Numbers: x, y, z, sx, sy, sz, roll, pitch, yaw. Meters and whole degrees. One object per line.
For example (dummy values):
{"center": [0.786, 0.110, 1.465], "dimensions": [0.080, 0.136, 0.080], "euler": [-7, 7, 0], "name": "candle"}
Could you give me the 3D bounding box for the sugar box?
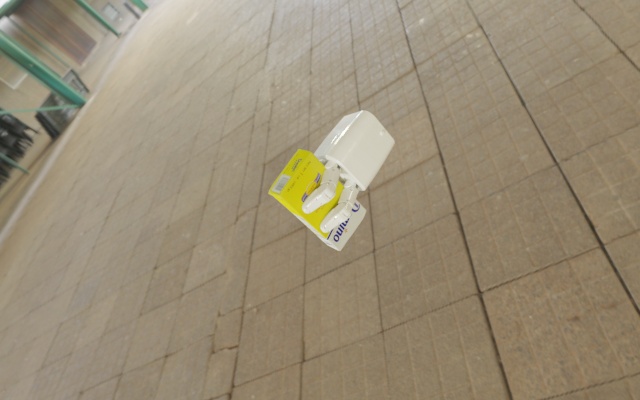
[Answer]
{"center": [0.000, 0.003, 0.824], "dimensions": [0.176, 0.093, 0.048], "euler": [43, -13, -34], "name": "sugar box"}
